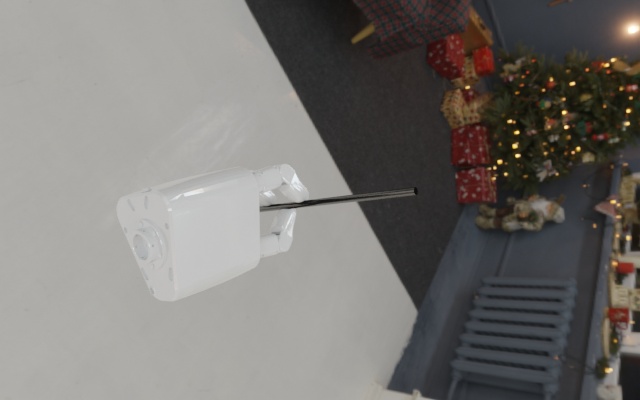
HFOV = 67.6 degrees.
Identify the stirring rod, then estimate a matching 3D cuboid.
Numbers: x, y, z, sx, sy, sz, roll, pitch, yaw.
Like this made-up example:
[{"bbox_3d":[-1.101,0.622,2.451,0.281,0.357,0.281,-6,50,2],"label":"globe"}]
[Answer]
[{"bbox_3d":[0.000,0.002,0.538,0.239,0.011,0.011,-7,-4,40],"label":"stirring rod"}]
